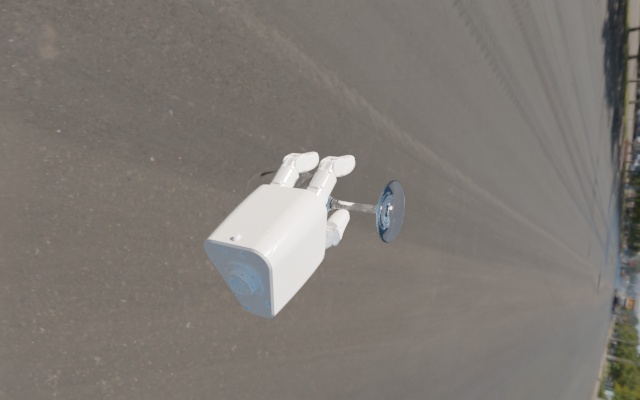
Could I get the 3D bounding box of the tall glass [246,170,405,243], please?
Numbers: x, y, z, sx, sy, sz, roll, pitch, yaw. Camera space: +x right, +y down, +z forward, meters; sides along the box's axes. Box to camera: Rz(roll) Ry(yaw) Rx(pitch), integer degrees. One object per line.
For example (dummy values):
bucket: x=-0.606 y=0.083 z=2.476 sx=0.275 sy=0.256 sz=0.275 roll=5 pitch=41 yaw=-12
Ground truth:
tall glass: x=0.001 y=0.002 z=0.612 sx=0.201 sy=0.079 sz=0.079 roll=8 pitch=4 yaw=32
